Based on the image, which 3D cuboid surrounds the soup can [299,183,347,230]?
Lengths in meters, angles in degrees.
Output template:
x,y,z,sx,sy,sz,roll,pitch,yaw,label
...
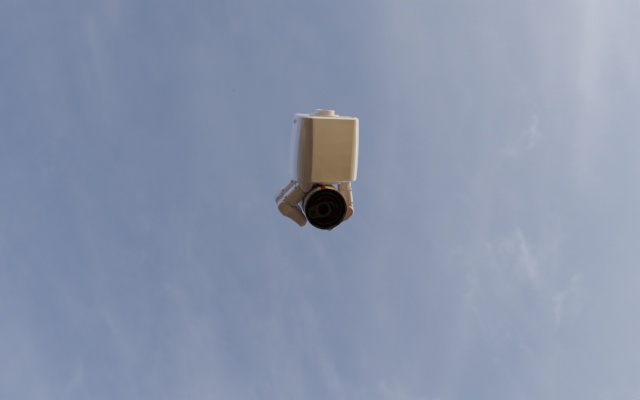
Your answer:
x,y,z,sx,sy,sz,roll,pitch,yaw,label
0.000,0.003,0.803,0.068,0.068,0.102,0,13,-10,soup can
